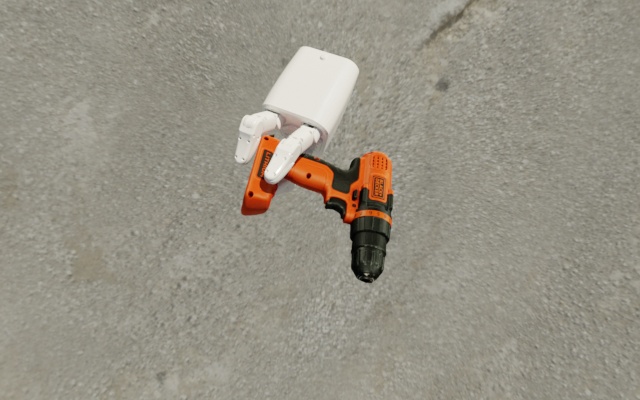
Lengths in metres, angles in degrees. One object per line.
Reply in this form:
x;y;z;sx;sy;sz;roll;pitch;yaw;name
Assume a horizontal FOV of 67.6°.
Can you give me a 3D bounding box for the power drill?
0.000;0.002;0.599;0.187;0.184;0.057;15;-35;-9;power drill
